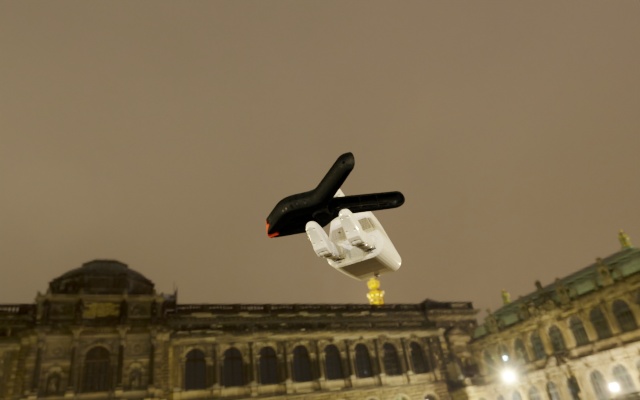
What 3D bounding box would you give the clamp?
[{"bbox_3d":[0.000,0.002,0.692,0.210,0.036,0.165,-20,-31,20],"label":"clamp"}]
